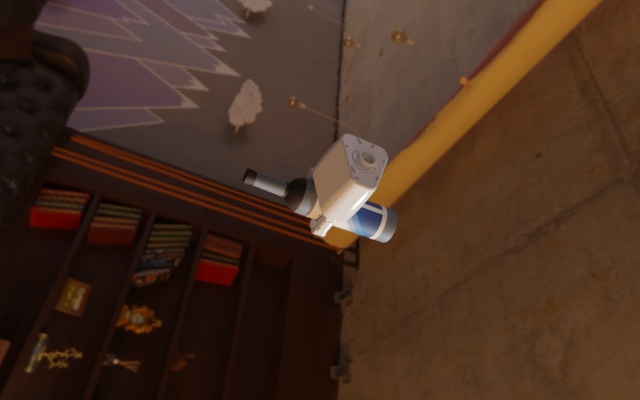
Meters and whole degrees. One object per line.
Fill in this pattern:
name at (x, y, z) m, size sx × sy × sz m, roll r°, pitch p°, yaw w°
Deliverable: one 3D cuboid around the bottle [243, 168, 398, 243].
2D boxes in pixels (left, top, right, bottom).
bottle at (0.000, 0.003, 0.879) m, size 0.296 × 0.069 × 0.069 m, roll 20°, pitch -7°, yaw -19°
